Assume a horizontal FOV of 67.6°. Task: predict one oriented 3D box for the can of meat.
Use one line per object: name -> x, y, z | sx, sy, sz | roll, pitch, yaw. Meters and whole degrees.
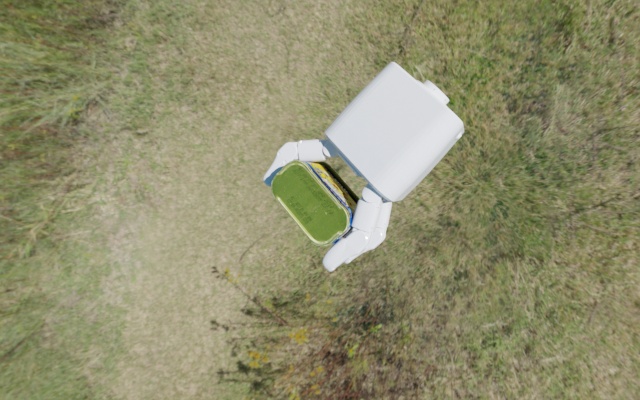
can of meat -> 0.000, 0.002, 0.537 | 0.057, 0.102, 0.084 | -44, -11, 14
